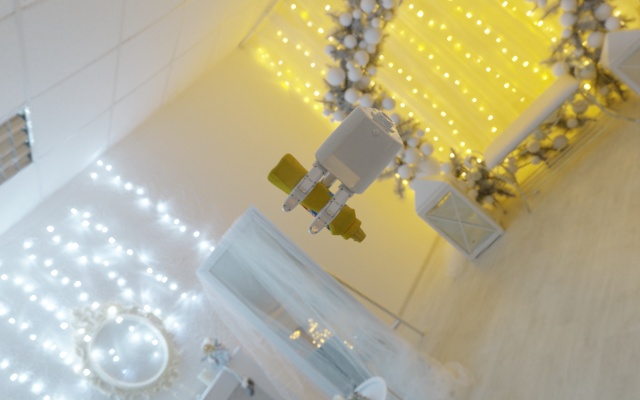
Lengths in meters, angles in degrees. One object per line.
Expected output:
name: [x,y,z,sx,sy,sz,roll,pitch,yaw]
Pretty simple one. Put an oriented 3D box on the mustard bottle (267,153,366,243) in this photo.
mustard bottle: [0.000,0.003,0.801,0.191,0.058,0.096,40,-3,-4]
